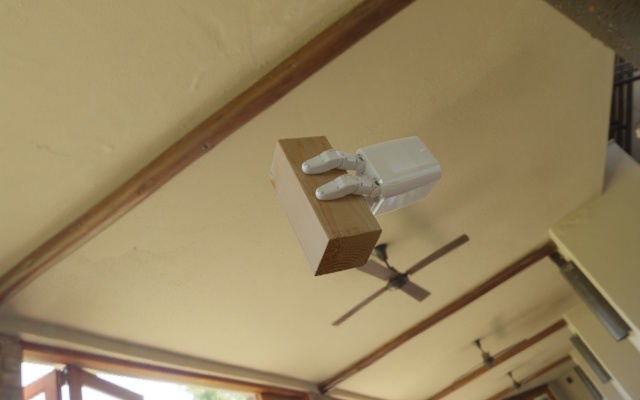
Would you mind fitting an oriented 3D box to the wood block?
[{"bbox_3d":[0.000,0.002,0.743,0.090,0.206,0.091,-9,-40,-25],"label":"wood block"}]
